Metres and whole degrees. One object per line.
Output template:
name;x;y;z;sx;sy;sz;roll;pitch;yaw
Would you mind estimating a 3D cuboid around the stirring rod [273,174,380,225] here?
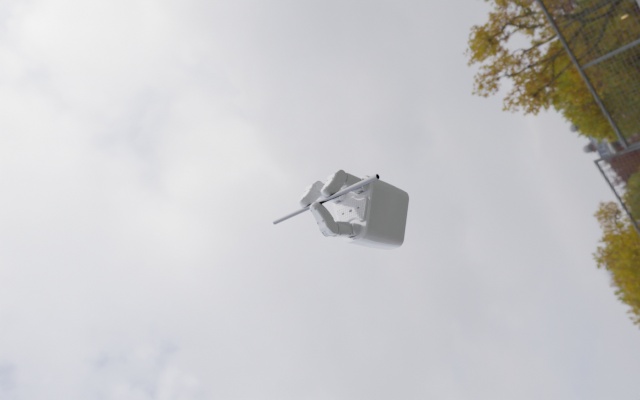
stirring rod;0.000;0.002;0.751;0.011;0.011;0.239;0;-18;-44
